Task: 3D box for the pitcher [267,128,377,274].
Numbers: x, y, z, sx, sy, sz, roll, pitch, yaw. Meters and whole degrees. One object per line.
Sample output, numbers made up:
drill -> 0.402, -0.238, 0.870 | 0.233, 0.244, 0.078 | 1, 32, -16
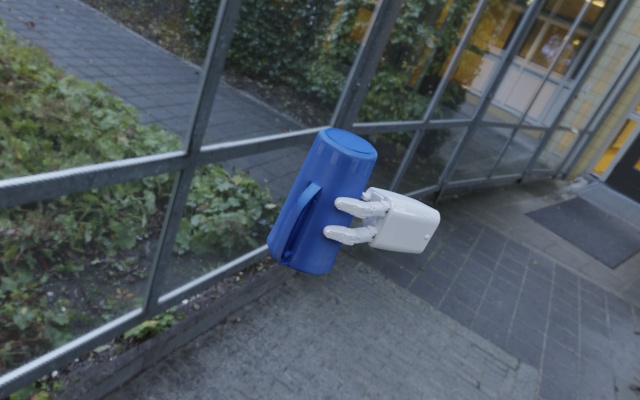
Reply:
pitcher -> 0.000, 0.003, 0.837 | 0.145, 0.243, 0.149 | 14, 26, -21
